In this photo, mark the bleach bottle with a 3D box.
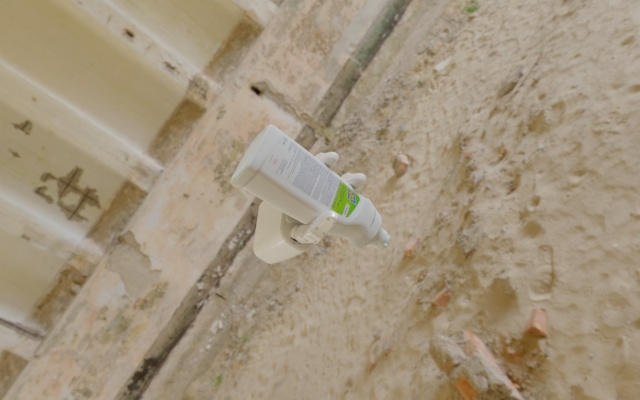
[{"bbox_3d":[0.000,0.002,0.695,0.251,0.102,0.068,36,-36,-18],"label":"bleach bottle"}]
